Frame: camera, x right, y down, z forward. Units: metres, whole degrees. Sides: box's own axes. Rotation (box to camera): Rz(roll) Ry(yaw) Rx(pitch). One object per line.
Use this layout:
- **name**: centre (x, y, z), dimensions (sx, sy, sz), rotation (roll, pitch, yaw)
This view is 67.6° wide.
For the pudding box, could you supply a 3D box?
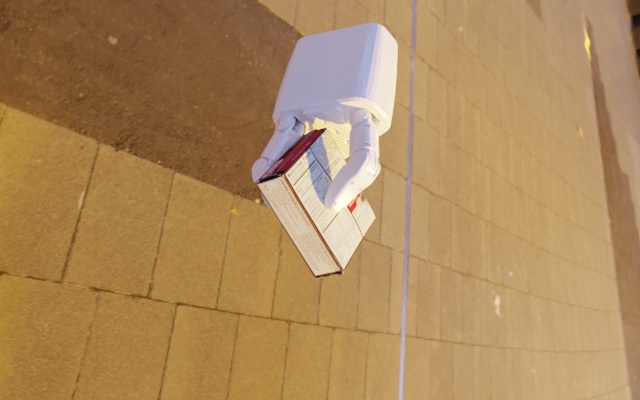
- **pudding box**: centre (0.000, 0.001, 0.449), dimensions (0.039, 0.113, 0.090), rotation (-16, 24, 39)
